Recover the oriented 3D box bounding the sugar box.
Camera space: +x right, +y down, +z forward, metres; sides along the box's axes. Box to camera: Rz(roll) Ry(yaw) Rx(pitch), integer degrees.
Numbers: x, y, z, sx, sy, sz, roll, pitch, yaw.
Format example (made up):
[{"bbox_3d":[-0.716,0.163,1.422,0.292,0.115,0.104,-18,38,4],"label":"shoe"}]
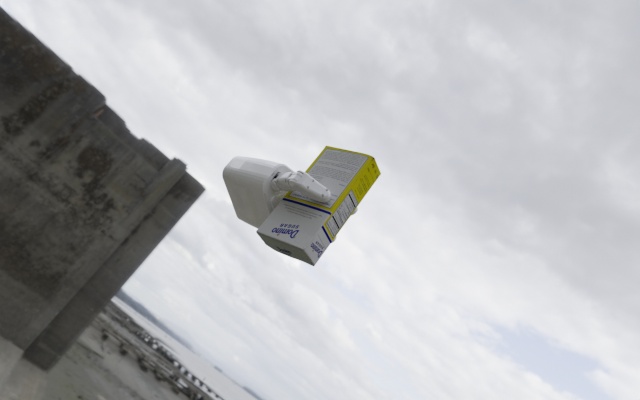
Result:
[{"bbox_3d":[0.000,0.002,0.672,0.093,0.176,0.048,17,-29,39],"label":"sugar box"}]
